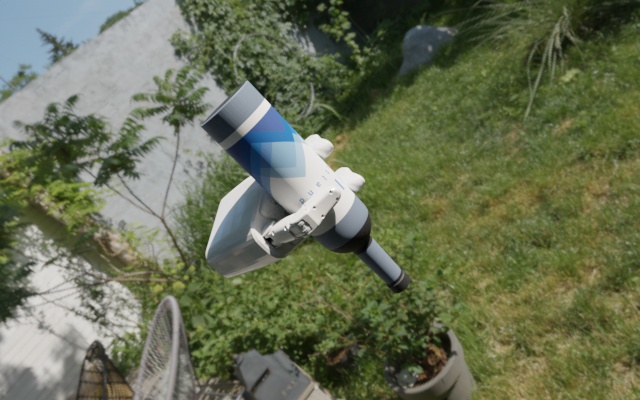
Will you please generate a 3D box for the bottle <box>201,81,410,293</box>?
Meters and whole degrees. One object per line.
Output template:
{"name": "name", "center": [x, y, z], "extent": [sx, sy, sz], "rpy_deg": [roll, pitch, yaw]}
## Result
{"name": "bottle", "center": [0.000, 0.002, 0.528], "extent": [0.296, 0.069, 0.069], "rpy_deg": [46, -18, -19]}
